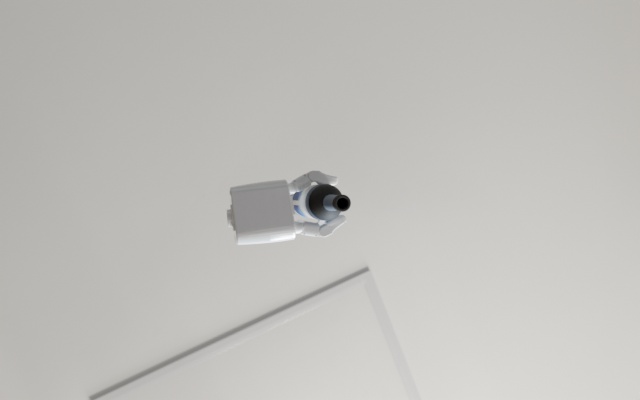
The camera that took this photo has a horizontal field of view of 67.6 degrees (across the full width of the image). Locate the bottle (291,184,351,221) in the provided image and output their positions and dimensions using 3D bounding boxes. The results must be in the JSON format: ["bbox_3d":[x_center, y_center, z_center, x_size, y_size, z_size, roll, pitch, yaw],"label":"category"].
[{"bbox_3d":[0.000,0.003,0.892,0.069,0.069,0.295,0,1,-14],"label":"bottle"}]
